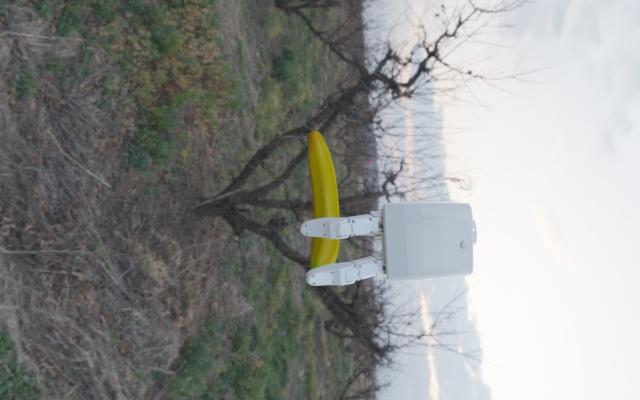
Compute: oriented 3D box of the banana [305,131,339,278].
[{"bbox_3d":[0.004,0.009,0.636,0.037,0.197,0.070,-3,-12,11],"label":"banana"}]
